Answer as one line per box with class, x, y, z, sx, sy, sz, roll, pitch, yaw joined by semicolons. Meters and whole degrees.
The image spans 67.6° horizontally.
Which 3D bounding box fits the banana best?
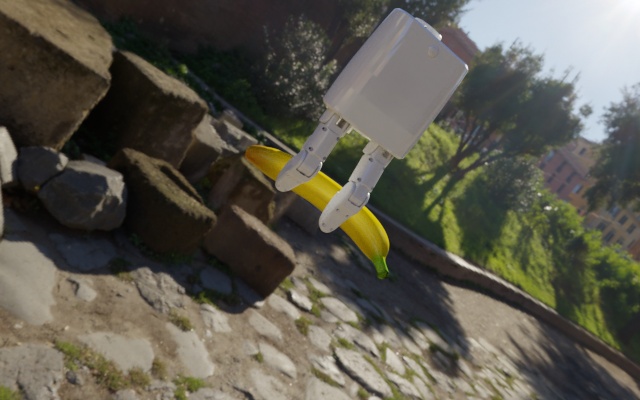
banana;0.007;0.000;0.520;0.198;0.037;0.069;40;17;3
